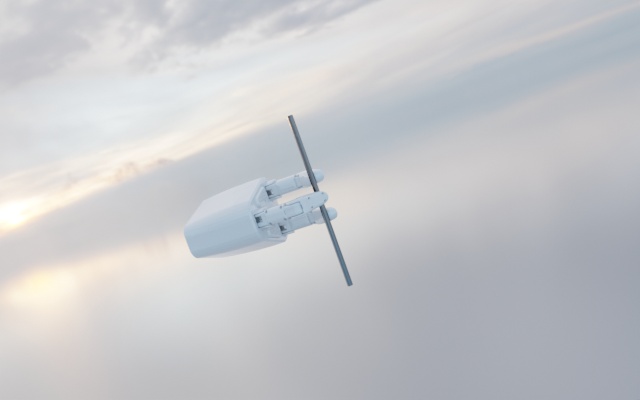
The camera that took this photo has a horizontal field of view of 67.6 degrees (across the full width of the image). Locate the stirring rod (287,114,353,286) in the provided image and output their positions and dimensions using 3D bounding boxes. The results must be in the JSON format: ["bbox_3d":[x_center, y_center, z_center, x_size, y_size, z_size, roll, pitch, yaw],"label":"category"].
[{"bbox_3d":[0.000,0.002,0.634,0.011,0.239,0.011,-19,6,2],"label":"stirring rod"}]
